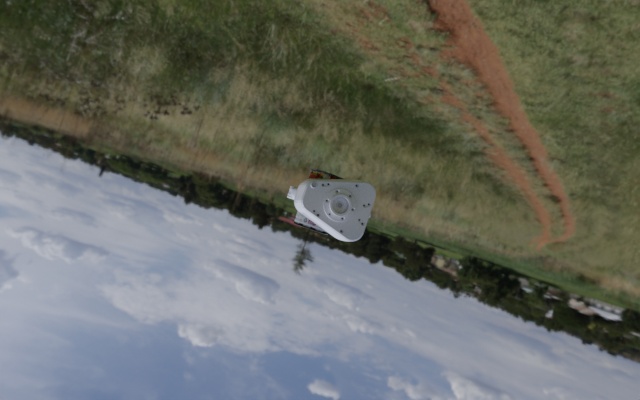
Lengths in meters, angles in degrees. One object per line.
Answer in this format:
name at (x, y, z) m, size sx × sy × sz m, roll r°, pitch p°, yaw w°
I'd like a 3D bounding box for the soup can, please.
soup can at (0.000, 0.003, 0.843) m, size 0.068 × 0.102 × 0.068 m, roll 19°, pitch -2°, yaw 1°
